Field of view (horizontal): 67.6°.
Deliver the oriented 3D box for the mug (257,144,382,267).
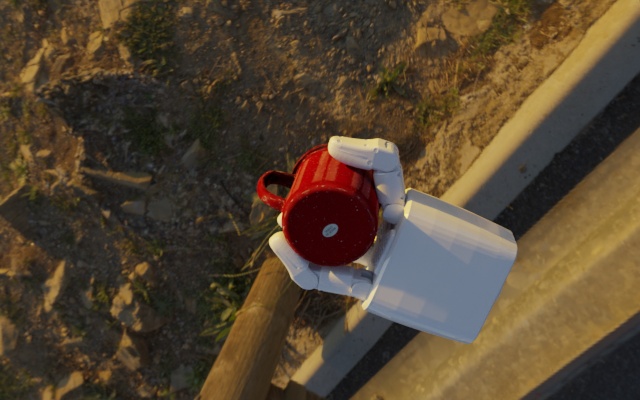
[{"bbox_3d":[-0.001,0.001,0.428,0.117,0.093,0.081,19,27,-2],"label":"mug"}]
